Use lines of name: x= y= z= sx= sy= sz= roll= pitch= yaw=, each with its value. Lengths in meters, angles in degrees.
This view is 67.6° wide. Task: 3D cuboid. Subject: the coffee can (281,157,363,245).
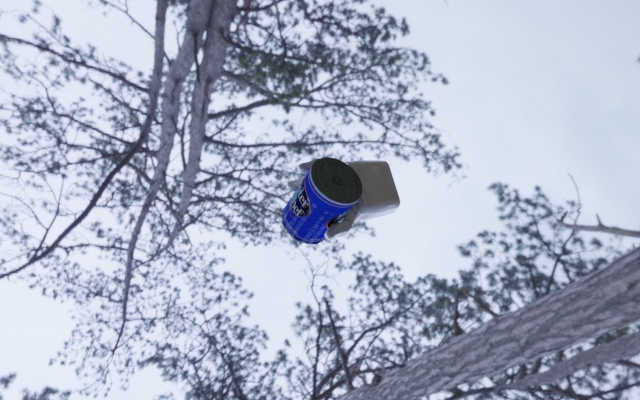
coffee can: x=0.000 y=0.003 z=0.888 sx=0.103 sy=0.102 sz=0.140 roll=0 pitch=-35 yaw=-31
